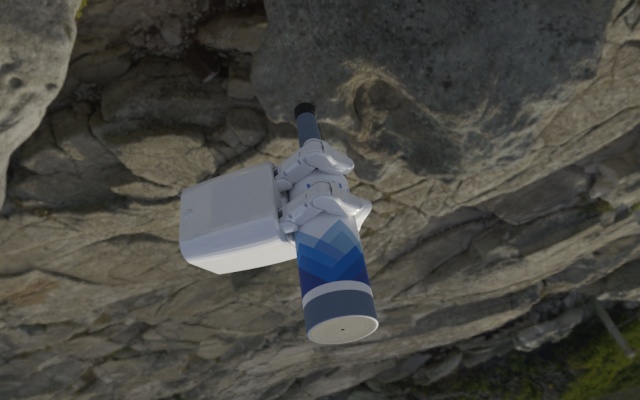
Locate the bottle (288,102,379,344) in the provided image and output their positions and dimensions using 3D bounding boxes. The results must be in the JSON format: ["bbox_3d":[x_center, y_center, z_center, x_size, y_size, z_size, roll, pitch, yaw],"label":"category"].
[{"bbox_3d":[0.000,0.002,0.521,0.069,0.295,0.069,-6,-36,-5],"label":"bottle"}]
